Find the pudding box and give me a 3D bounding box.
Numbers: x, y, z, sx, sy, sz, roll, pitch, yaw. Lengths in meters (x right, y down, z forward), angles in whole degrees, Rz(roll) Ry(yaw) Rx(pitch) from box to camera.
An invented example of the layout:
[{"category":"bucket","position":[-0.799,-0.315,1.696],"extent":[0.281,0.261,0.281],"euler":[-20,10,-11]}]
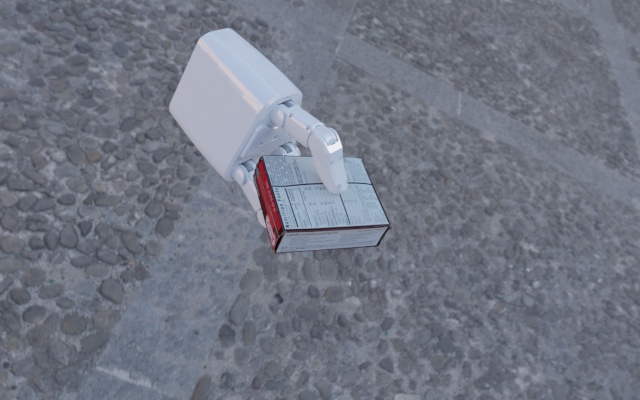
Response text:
[{"category":"pudding box","position":[0.000,0.001,0.454],"extent":[0.113,0.090,0.039],"euler":[-2,-36,-24]}]
